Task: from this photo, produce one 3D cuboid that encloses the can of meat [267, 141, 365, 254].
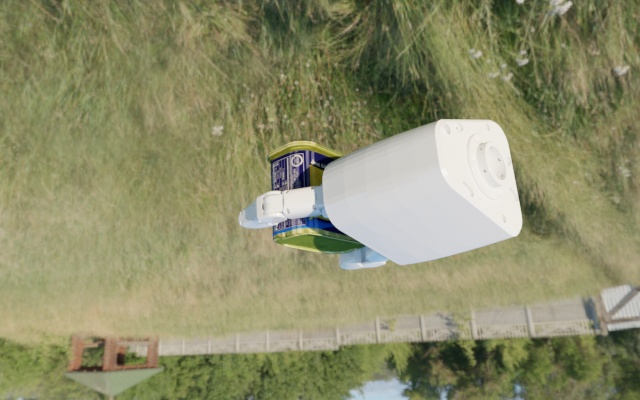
[{"bbox_3d":[0.000,0.002,0.450,0.057,0.084,0.102,-19,-23,40],"label":"can of meat"}]
